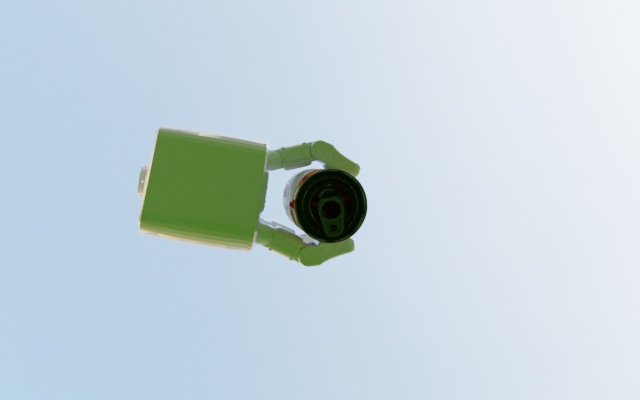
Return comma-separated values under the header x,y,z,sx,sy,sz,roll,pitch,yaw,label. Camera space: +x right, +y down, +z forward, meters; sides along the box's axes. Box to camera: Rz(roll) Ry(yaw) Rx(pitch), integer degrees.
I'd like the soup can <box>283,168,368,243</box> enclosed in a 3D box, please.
x,y,z,sx,sy,sz,roll,pitch,yaw,label
0.001,0.002,0.479,0.068,0.068,0.102,0,4,-11,soup can
